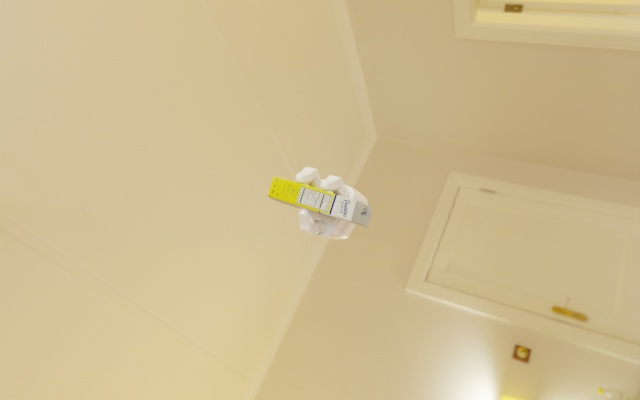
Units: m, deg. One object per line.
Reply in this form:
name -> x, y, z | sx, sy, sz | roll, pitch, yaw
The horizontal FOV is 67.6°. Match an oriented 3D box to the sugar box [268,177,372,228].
sugar box -> 0.000, 0.002, 0.882 | 0.176, 0.048, 0.093 | 14, -3, 25
